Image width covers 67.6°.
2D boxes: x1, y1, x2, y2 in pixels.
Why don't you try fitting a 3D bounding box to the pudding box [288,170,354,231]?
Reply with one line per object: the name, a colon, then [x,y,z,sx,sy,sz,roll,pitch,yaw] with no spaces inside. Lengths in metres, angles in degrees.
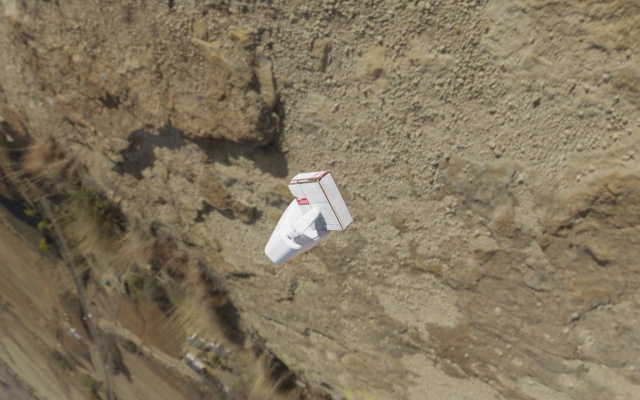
pudding box: [0.000,0.003,0.887,0.090,0.113,0.039,-3,33,46]
